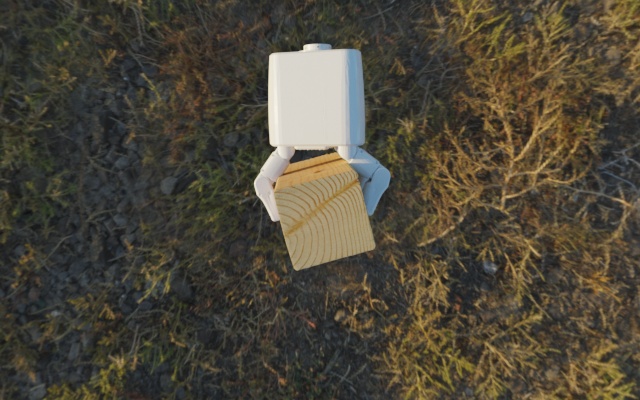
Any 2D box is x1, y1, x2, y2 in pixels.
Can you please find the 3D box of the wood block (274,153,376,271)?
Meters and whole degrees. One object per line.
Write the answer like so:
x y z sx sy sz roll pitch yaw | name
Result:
0.000 0.002 0.590 0.091 0.090 0.206 -15 11 0 | wood block
